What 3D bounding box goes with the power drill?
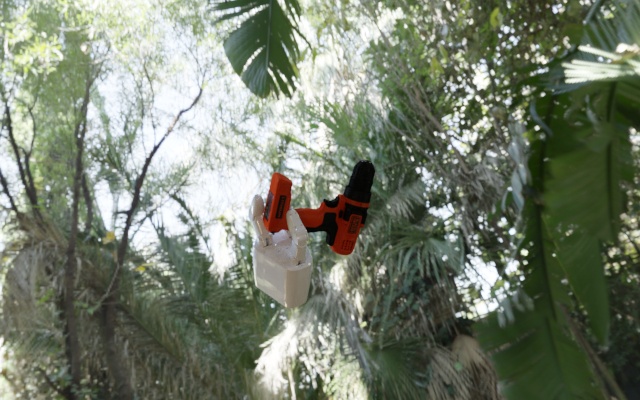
[{"bbox_3d":[0.000,0.003,0.863,0.187,0.184,0.057,10,12,-20],"label":"power drill"}]
